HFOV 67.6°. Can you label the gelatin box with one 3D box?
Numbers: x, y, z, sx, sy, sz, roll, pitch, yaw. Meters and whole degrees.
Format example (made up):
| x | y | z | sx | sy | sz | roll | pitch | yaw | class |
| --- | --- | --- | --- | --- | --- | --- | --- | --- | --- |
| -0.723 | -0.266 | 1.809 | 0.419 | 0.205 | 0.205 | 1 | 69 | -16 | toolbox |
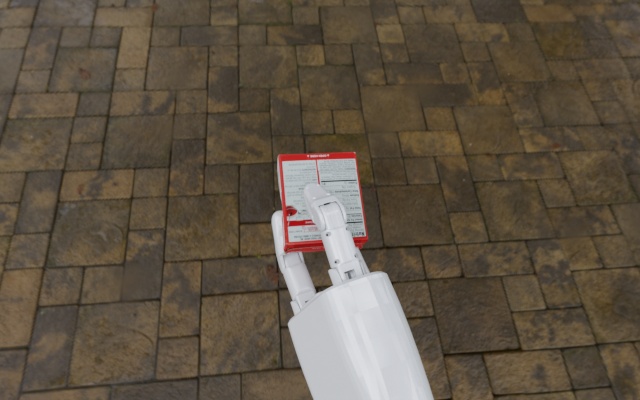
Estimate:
| x | y | z | sx | sy | sz | roll | pitch | yaw | class |
| --- | --- | --- | --- | --- | --- | --- | --- | --- | --- |
| 0.000 | 0.001 | 0.436 | 0.073 | 0.089 | 0.030 | -3 | -19 | -9 | gelatin box |
